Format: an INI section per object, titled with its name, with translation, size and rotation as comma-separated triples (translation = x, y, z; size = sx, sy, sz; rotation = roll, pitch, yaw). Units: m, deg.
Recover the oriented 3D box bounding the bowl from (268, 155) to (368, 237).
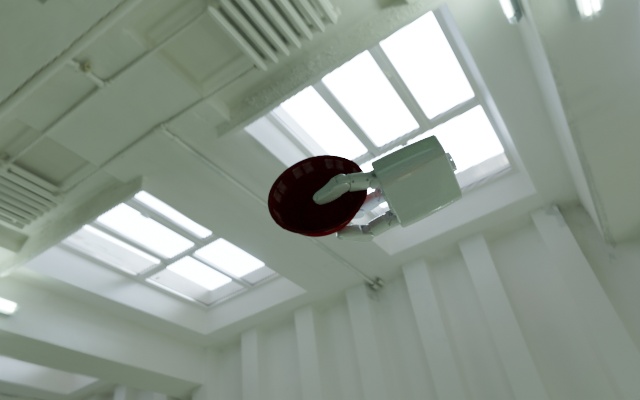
[bowl]
translation = -0.001, 0.003, 0.764
size = 0.162, 0.162, 0.055
rotation = 0, -39, 17
